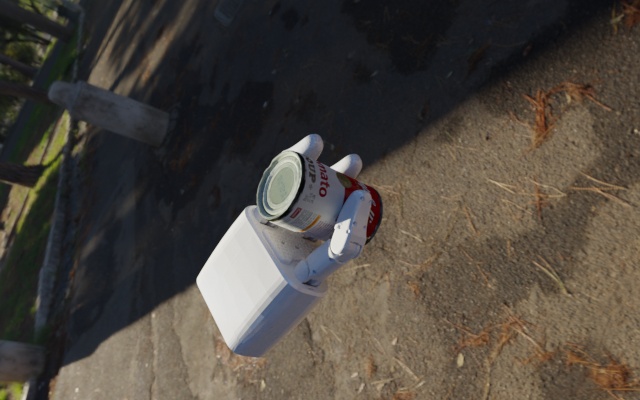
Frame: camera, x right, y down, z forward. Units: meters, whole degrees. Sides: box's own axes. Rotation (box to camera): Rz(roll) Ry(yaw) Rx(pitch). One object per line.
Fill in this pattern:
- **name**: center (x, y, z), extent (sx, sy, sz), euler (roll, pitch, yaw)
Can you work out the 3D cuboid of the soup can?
- **soup can**: center (0.000, 0.001, 0.449), extent (0.102, 0.068, 0.068), euler (23, -14, -37)
